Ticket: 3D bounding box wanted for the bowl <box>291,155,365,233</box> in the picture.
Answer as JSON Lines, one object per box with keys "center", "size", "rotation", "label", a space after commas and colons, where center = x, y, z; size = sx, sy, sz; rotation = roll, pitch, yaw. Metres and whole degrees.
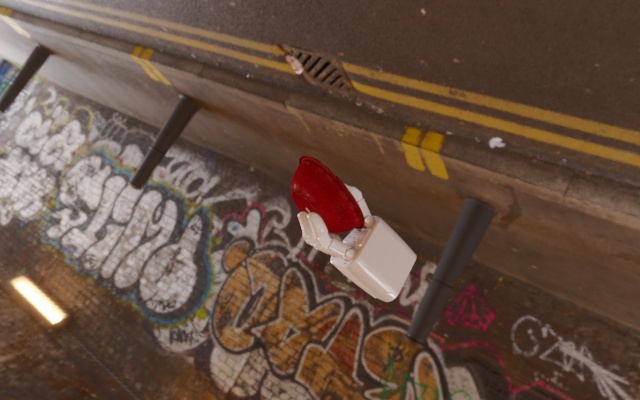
{"center": [-0.001, 0.002, 0.815], "size": [0.055, 0.162, 0.162], "rotation": [-40, 13, -15], "label": "bowl"}
